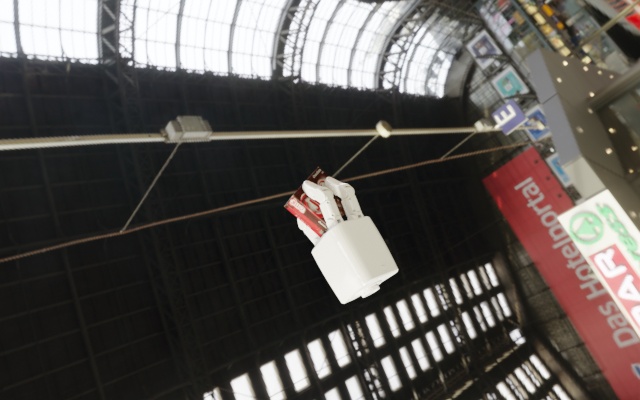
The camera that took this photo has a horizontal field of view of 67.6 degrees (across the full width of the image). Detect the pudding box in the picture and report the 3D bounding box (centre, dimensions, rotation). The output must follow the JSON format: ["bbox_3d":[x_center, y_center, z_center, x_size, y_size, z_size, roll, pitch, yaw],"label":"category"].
[{"bbox_3d":[0.000,0.003,0.844,0.039,0.090,0.113,-47,3,37],"label":"pudding box"}]
